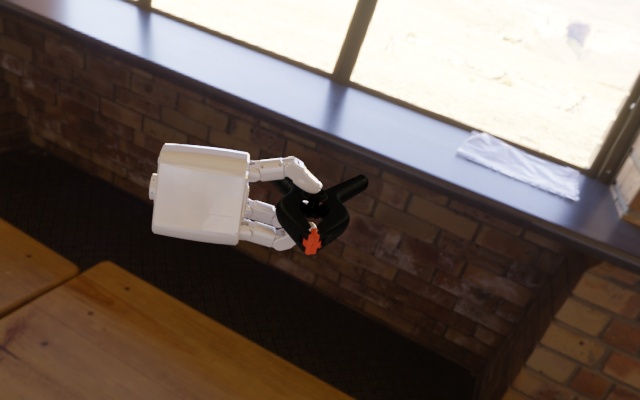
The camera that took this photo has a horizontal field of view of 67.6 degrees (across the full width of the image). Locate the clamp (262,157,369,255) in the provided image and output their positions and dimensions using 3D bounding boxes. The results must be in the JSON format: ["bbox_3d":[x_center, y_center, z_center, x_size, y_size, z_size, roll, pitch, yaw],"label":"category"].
[{"bbox_3d":[0.000,0.002,0.639,0.164,0.036,0.209,5,29,-11],"label":"clamp"}]
